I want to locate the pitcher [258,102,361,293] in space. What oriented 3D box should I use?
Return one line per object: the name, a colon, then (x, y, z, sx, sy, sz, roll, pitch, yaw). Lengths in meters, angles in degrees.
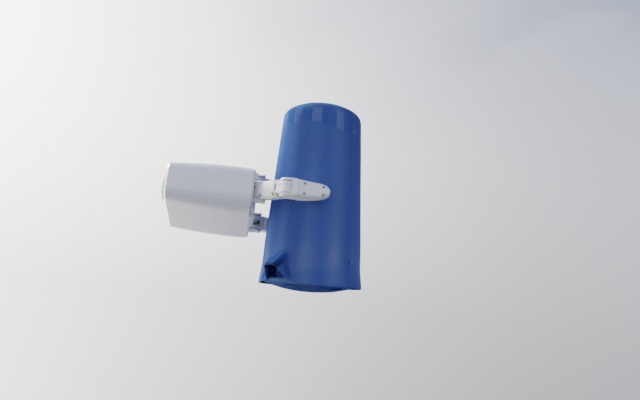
pitcher: (0.000, 0.002, 0.648, 0.145, 0.242, 0.149, 6, -12, -7)
